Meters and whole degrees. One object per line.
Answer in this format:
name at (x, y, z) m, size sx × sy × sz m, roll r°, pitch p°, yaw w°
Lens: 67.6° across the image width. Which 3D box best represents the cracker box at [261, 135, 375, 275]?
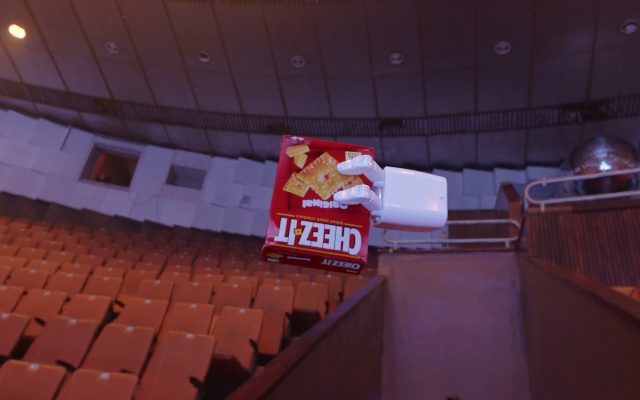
cracker box at (0.000, 0.003, 0.798) m, size 0.164 × 0.213 × 0.072 m, roll 9°, pitch -27°, yaw -4°
